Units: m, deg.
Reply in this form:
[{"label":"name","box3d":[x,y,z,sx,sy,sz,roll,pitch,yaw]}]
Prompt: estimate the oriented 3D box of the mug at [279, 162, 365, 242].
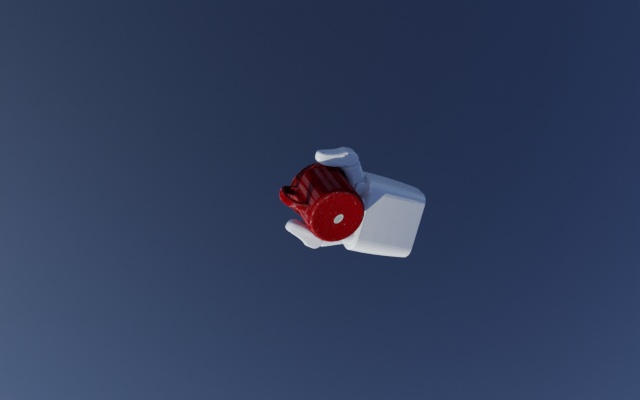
[{"label":"mug","box3d":[-0.001,0.002,0.660,0.117,0.093,0.081,12,23,-26]}]
